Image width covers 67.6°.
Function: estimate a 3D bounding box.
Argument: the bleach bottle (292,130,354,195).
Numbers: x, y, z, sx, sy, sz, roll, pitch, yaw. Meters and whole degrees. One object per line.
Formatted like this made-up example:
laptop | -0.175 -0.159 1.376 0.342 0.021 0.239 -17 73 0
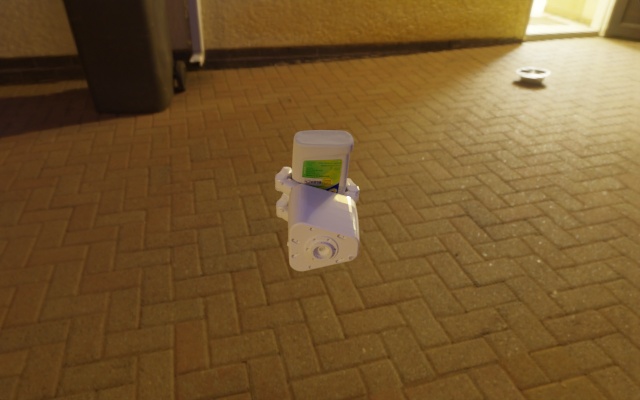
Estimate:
bleach bottle | 0.000 0.003 0.848 0.102 0.251 0.068 0 32 -3
